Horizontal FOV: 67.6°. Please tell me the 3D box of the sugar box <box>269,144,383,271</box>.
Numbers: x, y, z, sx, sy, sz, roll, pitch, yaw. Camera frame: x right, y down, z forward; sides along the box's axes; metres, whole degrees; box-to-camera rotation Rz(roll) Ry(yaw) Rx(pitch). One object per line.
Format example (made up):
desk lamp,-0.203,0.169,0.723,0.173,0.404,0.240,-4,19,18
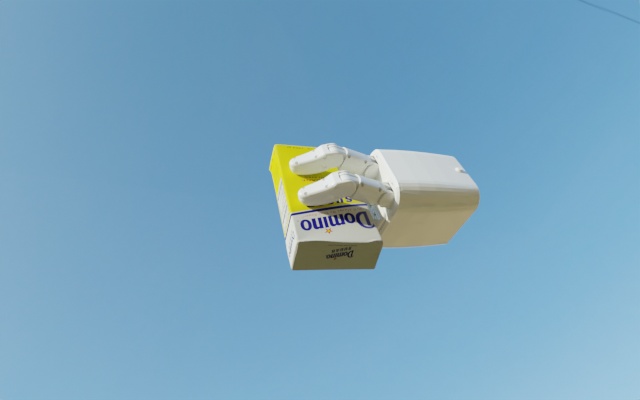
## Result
sugar box,0.000,0.001,0.541,0.093,0.048,0.176,1,36,-17
